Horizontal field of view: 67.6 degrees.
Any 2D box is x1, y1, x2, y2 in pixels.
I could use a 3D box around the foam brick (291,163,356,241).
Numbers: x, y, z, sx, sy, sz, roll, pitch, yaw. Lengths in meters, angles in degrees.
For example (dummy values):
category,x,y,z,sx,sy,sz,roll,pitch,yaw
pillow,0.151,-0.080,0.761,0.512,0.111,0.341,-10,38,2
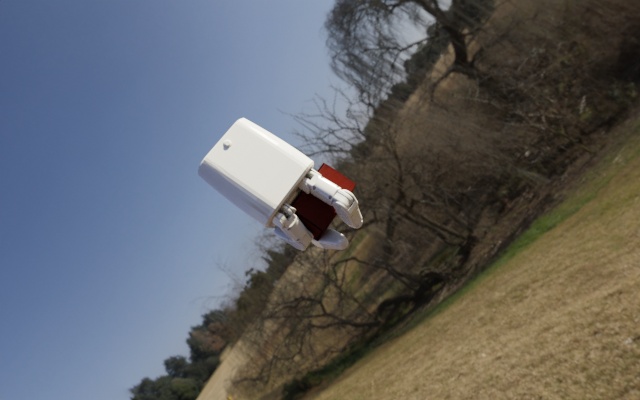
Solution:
category,x,y,z,sx,sy,sz,roll,pitch,yaw
foam brick,0.000,0.002,0.604,0.051,0.078,0.053,35,-20,4
